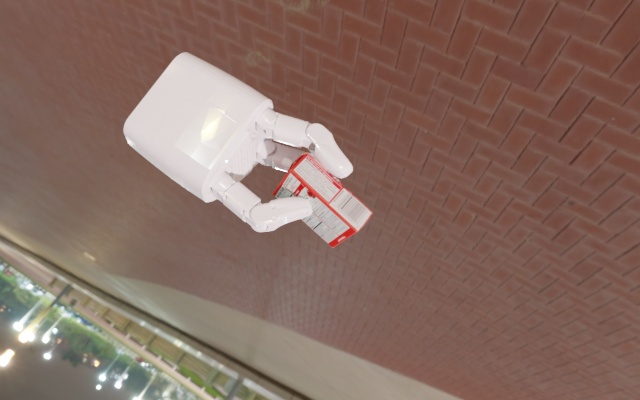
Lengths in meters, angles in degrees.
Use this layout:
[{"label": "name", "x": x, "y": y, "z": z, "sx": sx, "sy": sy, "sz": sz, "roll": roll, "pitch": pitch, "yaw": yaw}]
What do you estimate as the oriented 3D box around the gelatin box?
[{"label": "gelatin box", "x": 0.000, "y": 0.002, "z": 0.478, "sx": 0.030, "sy": 0.089, "sz": 0.073, "roll": -48, "pitch": 1, "yaw": -25}]
